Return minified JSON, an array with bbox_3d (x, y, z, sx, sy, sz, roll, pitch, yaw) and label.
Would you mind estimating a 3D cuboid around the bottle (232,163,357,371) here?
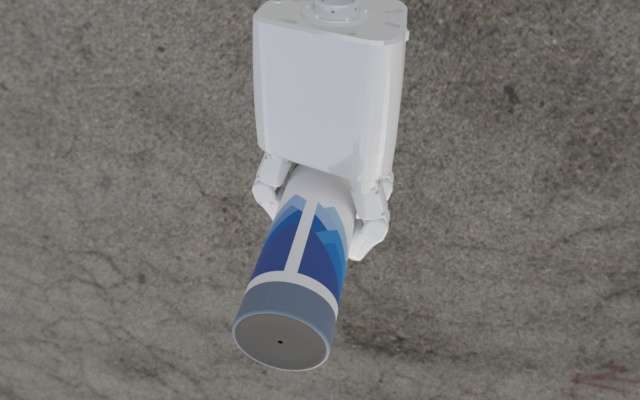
[{"bbox_3d":[0.000,0.002,0.424,0.069,0.069,0.295,0,39,13],"label":"bottle"}]
